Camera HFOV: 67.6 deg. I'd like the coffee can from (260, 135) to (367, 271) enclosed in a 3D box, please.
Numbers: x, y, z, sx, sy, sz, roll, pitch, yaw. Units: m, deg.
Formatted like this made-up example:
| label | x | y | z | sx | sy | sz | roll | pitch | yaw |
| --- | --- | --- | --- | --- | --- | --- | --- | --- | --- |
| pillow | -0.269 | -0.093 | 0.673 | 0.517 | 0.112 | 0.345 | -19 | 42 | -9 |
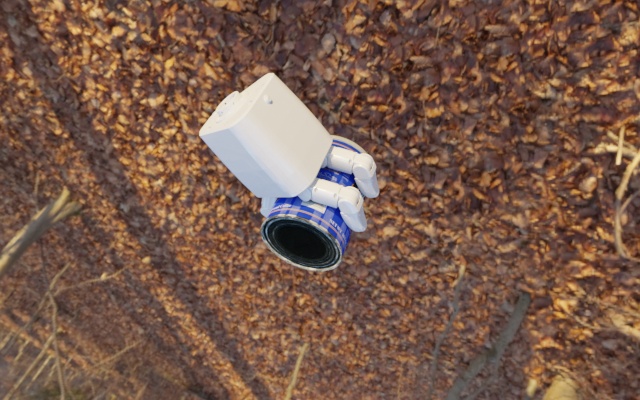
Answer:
| label | x | y | z | sx | sy | sz | roll | pitch | yaw |
| --- | --- | --- | --- | --- | --- | --- | --- | --- | --- |
| coffee can | 0.000 | 0.002 | 0.598 | 0.103 | 0.140 | 0.103 | 15 | -38 | 12 |
